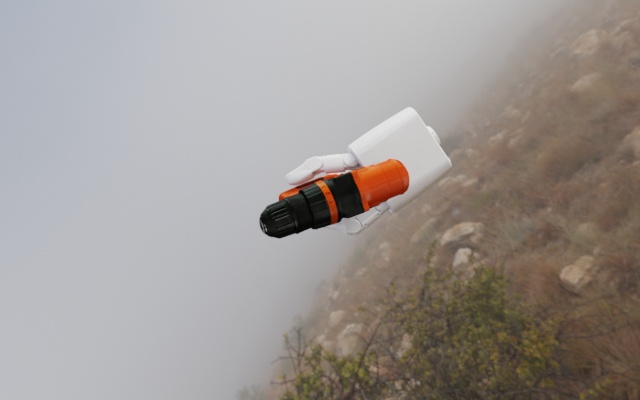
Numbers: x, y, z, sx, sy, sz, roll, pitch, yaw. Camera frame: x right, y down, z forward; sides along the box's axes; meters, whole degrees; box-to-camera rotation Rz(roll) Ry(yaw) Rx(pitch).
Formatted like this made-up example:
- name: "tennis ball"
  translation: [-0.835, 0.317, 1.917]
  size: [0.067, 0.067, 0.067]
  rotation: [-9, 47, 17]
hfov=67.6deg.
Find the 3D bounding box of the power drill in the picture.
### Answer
- name: "power drill"
  translation: [0.000, 0.002, 0.613]
  size: [0.184, 0.057, 0.187]
  rotation: [-18, 4, -15]
